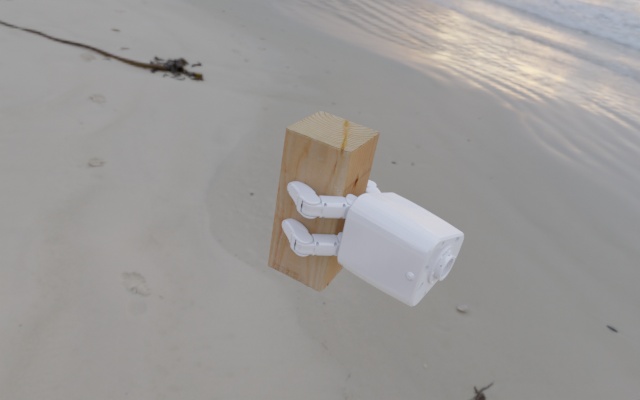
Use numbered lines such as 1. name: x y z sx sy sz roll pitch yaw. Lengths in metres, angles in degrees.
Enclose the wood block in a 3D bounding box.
1. wood block: 0.001 0.002 0.628 0.090 0.206 0.090 23 32 20
